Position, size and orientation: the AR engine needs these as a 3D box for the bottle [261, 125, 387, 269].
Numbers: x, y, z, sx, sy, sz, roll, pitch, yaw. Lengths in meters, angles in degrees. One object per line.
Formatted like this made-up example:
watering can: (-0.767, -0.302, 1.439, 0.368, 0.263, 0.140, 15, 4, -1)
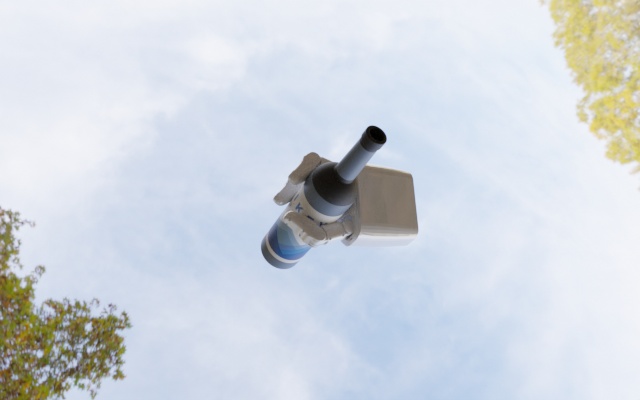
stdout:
bottle: (0.000, 0.002, 0.644, 0.069, 0.069, 0.296, 0, -31, -30)
